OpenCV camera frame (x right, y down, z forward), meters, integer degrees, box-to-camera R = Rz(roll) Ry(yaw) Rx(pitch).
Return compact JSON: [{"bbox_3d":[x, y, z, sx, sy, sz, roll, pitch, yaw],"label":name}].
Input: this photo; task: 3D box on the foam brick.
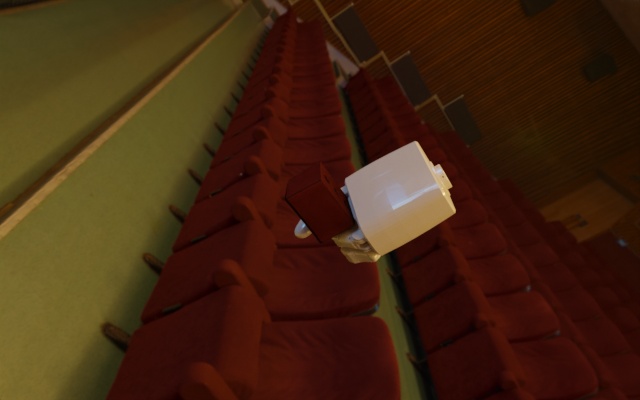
[{"bbox_3d":[0.000,0.002,0.589,0.051,0.078,0.053,-30,26,17],"label":"foam brick"}]
